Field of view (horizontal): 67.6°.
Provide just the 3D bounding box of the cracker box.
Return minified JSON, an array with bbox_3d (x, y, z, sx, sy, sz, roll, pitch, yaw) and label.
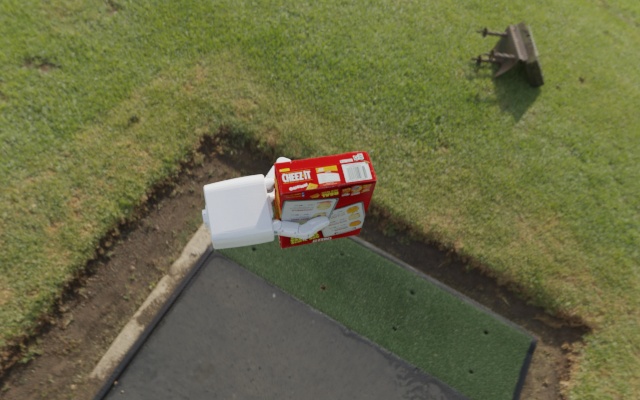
[{"bbox_3d":[0.000,0.003,0.874,0.164,0.072,0.214,-9,-28,-9],"label":"cracker box"}]
